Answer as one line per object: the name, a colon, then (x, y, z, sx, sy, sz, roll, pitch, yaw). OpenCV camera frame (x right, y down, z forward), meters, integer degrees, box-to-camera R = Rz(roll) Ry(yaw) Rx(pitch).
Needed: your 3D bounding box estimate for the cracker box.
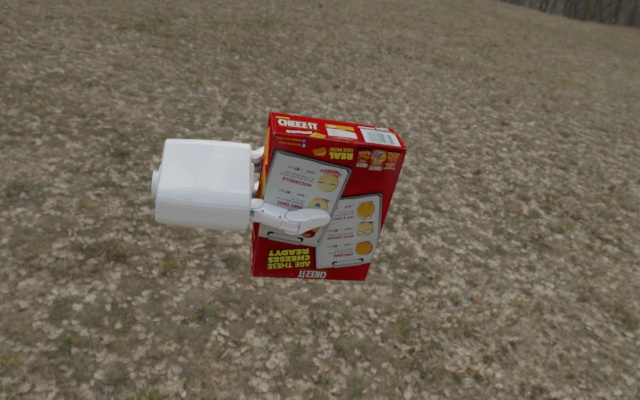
cracker box: (0.000, 0.002, 0.625, 0.164, 0.214, 0.072, 5, 33, -13)
